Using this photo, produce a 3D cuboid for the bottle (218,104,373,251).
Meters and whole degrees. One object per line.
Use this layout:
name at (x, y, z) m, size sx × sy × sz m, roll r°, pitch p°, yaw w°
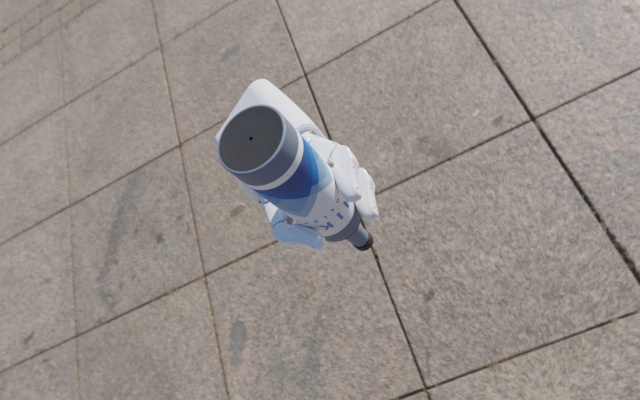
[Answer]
bottle at (0.000, 0.002, 0.522) m, size 0.069 × 0.069 × 0.296 m, roll 0°, pitch -21°, yaw 25°
